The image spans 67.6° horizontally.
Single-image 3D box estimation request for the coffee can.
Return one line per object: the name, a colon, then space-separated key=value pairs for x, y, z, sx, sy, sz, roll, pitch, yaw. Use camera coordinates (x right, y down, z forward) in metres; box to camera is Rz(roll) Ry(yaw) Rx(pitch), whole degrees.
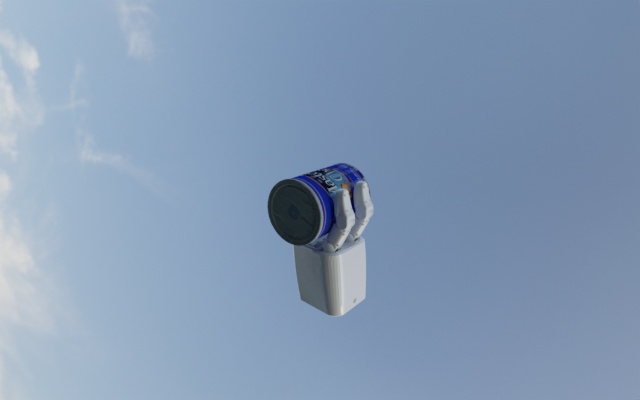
coffee can: x=0.000 y=0.002 z=0.759 sx=0.103 sy=0.103 sz=0.140 roll=0 pitch=14 yaw=37
